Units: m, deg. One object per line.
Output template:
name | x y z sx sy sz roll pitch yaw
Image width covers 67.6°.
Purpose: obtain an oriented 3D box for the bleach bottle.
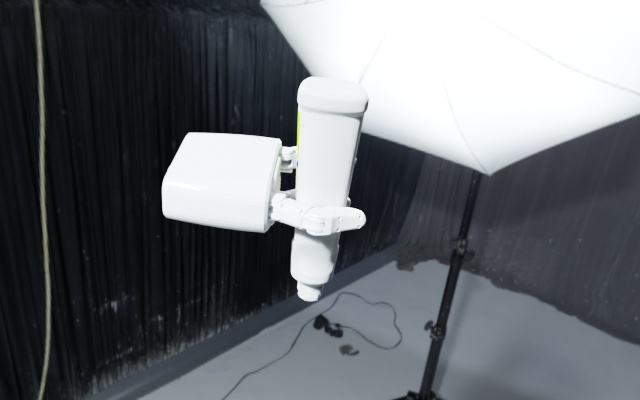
bleach bottle | 0.000 0.002 0.517 0.068 0.251 0.102 6 23 -1
